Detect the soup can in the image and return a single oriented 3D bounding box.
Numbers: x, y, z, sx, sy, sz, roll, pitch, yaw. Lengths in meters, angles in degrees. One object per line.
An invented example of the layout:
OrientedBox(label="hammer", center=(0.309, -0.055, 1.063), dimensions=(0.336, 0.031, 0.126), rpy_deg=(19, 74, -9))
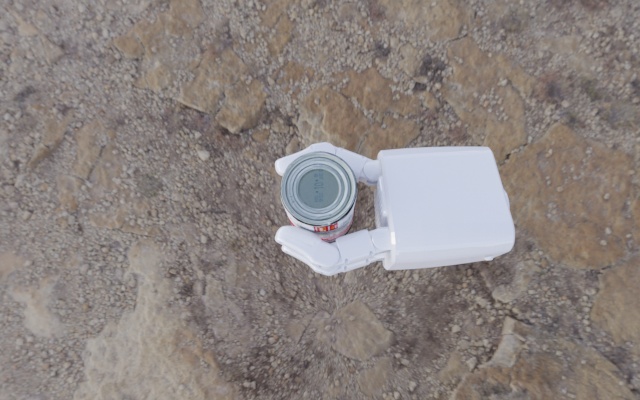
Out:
OrientedBox(label="soup can", center=(0.000, 0.001, 0.450), dimensions=(0.068, 0.068, 0.102), rpy_deg=(0, -14, 2))
